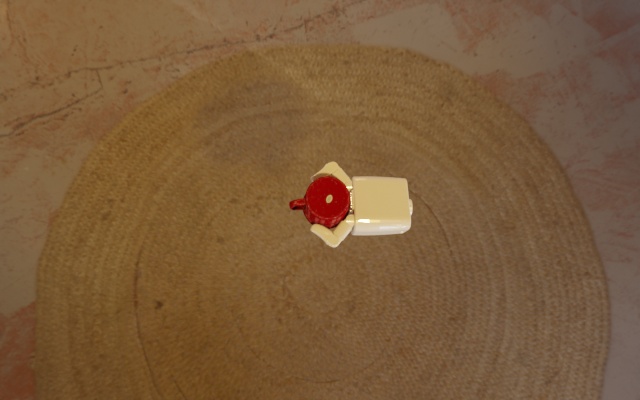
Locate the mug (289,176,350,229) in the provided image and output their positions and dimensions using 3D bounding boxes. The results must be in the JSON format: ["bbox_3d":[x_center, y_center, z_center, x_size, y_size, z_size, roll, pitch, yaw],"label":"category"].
[{"bbox_3d":[-0.001,0.003,0.888,0.117,0.093,0.081,-3,-11,-2],"label":"mug"}]
